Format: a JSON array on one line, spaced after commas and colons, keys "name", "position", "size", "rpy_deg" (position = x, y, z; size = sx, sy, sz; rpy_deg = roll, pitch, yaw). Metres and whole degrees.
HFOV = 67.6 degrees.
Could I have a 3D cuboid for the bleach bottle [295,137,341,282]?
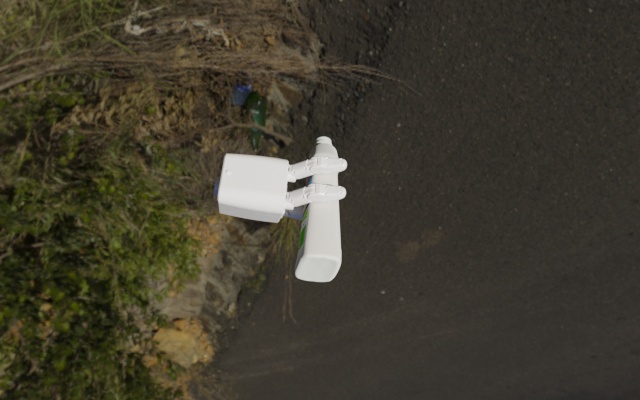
[{"name": "bleach bottle", "position": [0.000, 0.003, 0.811], "size": [0.068, 0.250, 0.103], "rpy_deg": [7, -33, -8]}]
